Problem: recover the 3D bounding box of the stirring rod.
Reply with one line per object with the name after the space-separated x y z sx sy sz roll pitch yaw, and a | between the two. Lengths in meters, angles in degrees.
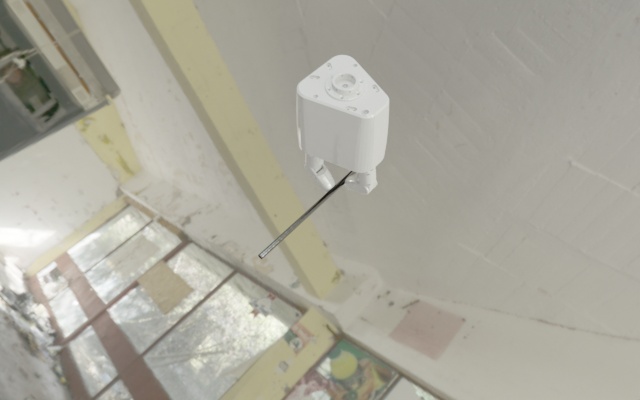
0.000 0.002 0.695 0.239 0.011 0.011 -42 19 -22 | stirring rod
